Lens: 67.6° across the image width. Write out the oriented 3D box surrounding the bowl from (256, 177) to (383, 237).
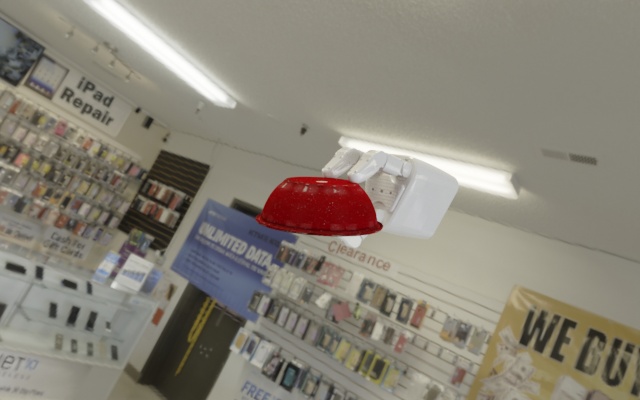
[{"bbox_3d":[-0.001,0.002,0.601,0.162,0.055,0.162,3,8,-1],"label":"bowl"}]
